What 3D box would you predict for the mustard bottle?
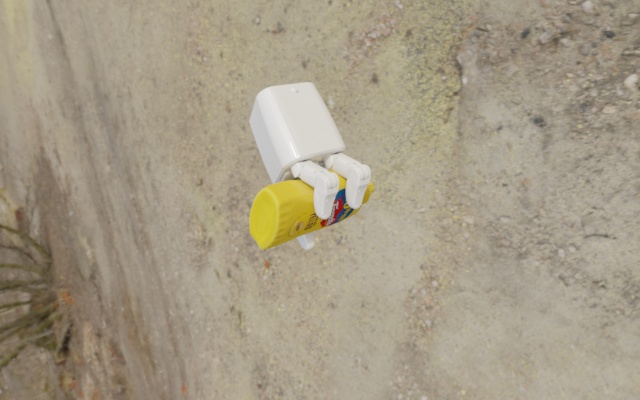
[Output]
[{"bbox_3d":[0.000,0.002,0.650,0.191,0.096,0.058,-17,55,-37],"label":"mustard bottle"}]
